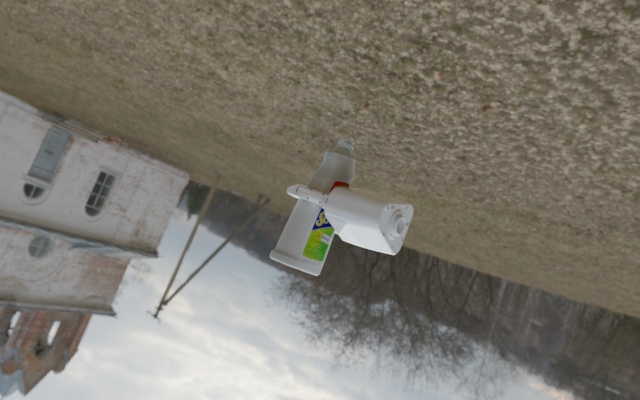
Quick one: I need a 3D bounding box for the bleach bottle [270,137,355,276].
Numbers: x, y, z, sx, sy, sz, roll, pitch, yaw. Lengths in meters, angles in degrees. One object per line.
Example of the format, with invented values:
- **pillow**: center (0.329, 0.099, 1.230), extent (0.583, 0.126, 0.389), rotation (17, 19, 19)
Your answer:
- **bleach bottle**: center (0.000, 0.003, 0.858), extent (0.068, 0.251, 0.102), rotation (16, -9, 38)
